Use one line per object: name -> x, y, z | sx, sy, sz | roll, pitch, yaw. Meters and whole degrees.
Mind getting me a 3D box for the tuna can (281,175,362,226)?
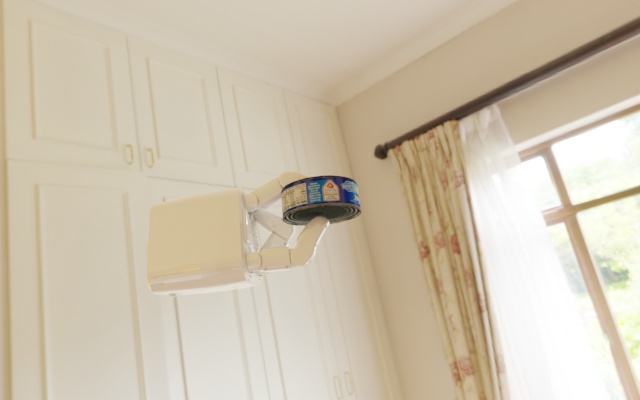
tuna can -> 0.000, 0.001, 0.518 | 0.086, 0.033, 0.086 | -5, -16, -2
